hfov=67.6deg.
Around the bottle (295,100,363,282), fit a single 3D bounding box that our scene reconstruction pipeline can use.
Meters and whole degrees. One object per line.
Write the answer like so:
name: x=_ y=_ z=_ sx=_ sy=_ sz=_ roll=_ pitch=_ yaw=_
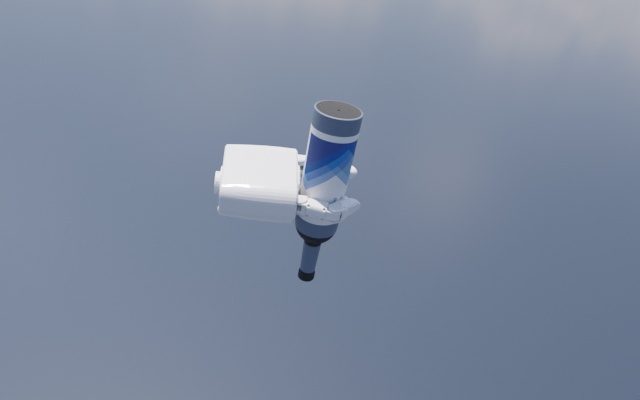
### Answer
bottle: x=0.000 y=0.002 z=0.710 sx=0.069 sy=0.296 sz=0.069 roll=8 pitch=32 yaw=-5
